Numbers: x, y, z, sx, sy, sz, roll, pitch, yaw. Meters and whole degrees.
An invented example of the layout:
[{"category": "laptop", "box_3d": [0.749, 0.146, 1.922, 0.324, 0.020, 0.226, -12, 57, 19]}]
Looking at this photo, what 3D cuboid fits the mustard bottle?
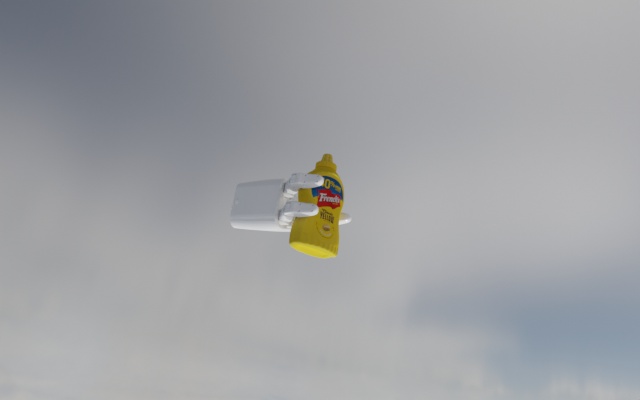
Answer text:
[{"category": "mustard bottle", "box_3d": [0.000, 0.003, 0.874, 0.096, 0.191, 0.058, 24, -26, -36]}]
